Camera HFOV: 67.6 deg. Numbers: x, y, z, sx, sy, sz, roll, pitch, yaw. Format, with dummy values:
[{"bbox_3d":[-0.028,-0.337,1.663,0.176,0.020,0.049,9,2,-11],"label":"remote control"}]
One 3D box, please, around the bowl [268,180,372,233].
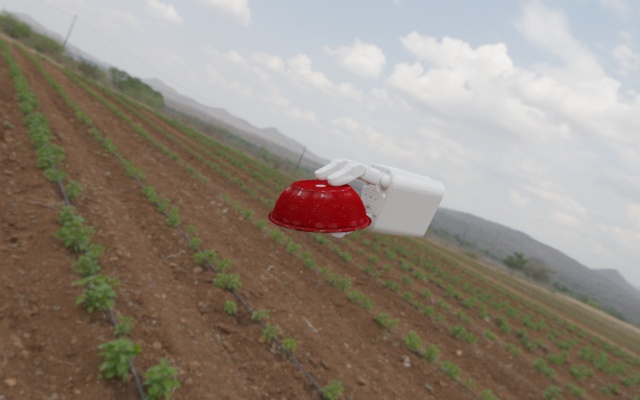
[{"bbox_3d":[-0.001,0.002,0.736,0.162,0.055,0.162,2,13,-1],"label":"bowl"}]
